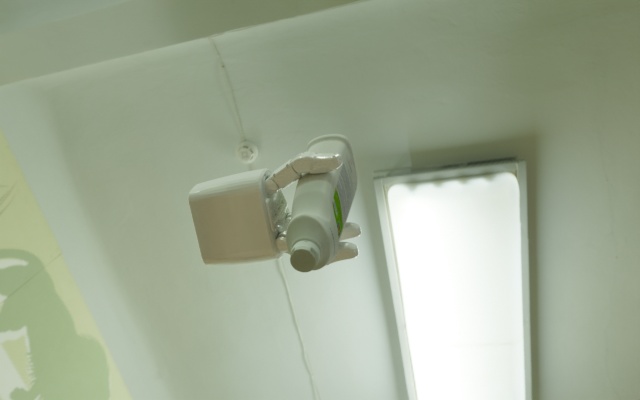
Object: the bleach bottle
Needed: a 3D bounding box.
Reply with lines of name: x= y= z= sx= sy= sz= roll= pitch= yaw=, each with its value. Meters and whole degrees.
bleach bottle: x=0.000 y=0.002 z=0.604 sx=0.068 sy=0.103 sz=0.250 roll=-9 pitch=23 yaw=14
